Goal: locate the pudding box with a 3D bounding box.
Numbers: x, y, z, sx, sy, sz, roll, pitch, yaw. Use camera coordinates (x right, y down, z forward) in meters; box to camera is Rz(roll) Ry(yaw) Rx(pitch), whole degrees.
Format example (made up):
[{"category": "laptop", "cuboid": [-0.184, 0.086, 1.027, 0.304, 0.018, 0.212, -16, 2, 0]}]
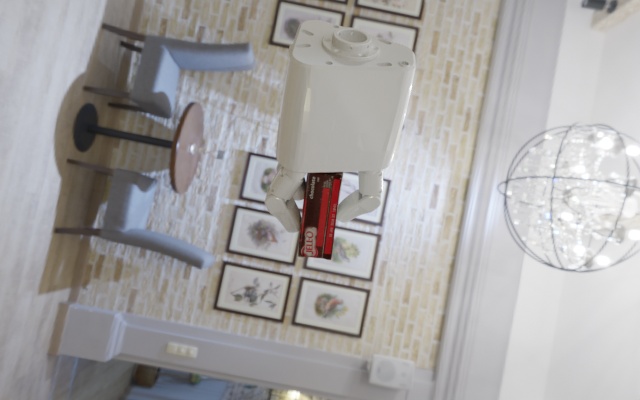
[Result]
[{"category": "pudding box", "cuboid": [0.000, 0.002, 0.511, 0.039, 0.090, 0.113, 8, 15, 1]}]
